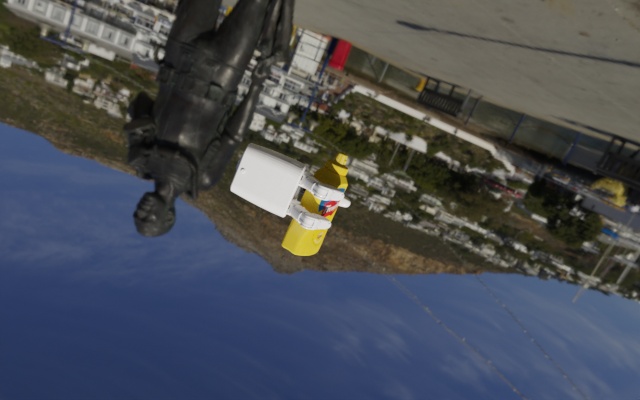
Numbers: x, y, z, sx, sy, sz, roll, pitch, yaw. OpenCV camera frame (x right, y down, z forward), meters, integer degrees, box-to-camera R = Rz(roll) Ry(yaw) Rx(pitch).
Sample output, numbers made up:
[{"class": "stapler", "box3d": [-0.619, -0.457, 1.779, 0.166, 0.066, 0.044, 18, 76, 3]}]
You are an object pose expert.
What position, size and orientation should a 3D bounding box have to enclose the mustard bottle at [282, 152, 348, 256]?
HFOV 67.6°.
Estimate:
[{"class": "mustard bottle", "box3d": [0.000, 0.003, 0.853, 0.058, 0.192, 0.096, 31, 15, 25]}]
